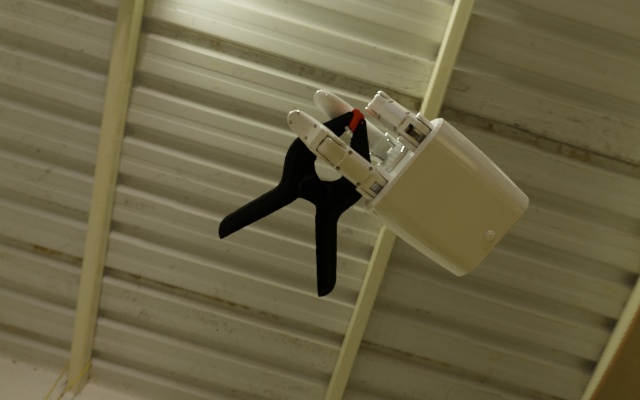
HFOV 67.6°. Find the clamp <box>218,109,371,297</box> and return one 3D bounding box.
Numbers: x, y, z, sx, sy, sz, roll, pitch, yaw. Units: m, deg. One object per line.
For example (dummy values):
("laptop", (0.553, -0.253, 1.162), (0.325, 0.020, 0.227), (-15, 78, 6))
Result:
("clamp", (0.000, 0.001, 0.437), (0.120, 0.171, 0.039), (38, 10, -7))
